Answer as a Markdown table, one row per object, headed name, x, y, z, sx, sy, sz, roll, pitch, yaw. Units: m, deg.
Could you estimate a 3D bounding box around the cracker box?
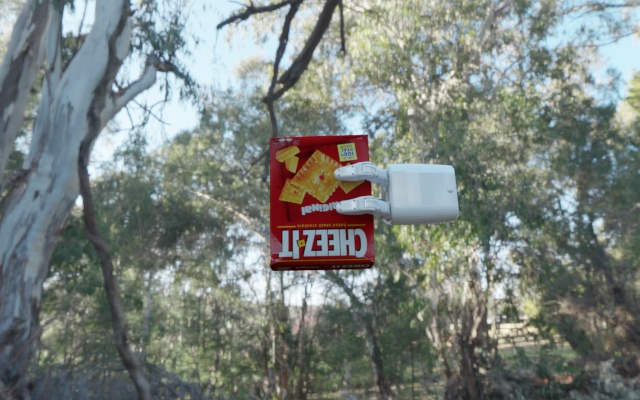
| name | x | y | z | sx | sy | sz | roll | pitch | yaw |
| --- | --- | --- | --- | --- | --- | --- | --- | --- | --- |
| cracker box | 0.000 | 0.002 | 0.773 | 0.164 | 0.213 | 0.072 | -1 | -16 | -1 |
